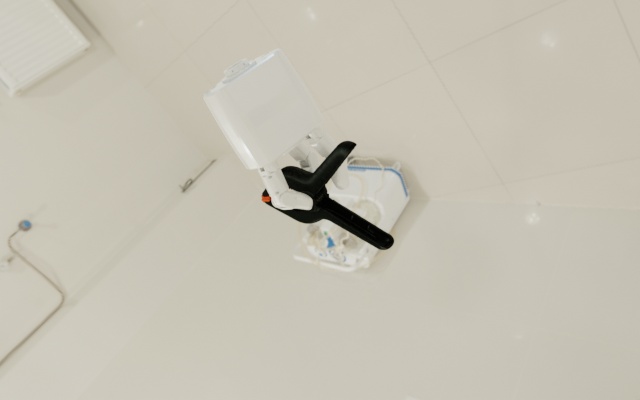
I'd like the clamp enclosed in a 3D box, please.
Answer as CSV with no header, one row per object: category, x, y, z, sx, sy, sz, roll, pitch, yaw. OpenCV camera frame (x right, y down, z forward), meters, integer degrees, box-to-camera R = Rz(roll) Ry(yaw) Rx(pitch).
clamp,-0.001,0.003,0.667,0.210,0.165,0.036,-5,32,45
